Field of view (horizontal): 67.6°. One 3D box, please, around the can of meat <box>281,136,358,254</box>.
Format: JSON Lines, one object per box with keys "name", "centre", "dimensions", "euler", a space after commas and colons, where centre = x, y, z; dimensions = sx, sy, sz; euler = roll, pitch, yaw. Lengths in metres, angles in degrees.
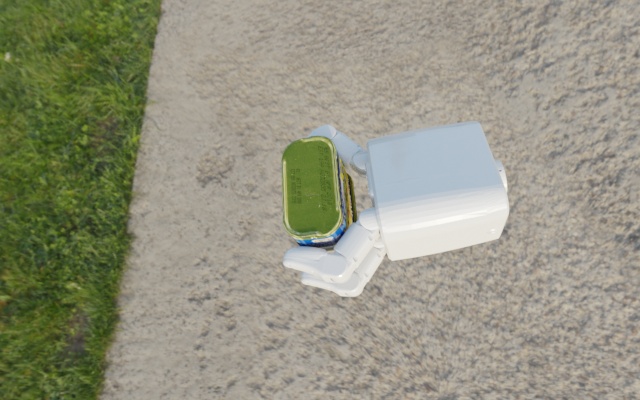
{"name": "can of meat", "centre": [0.000, 0.001, 0.450], "dimensions": [0.057, 0.102, 0.084], "euler": [-9, -24, 10]}
